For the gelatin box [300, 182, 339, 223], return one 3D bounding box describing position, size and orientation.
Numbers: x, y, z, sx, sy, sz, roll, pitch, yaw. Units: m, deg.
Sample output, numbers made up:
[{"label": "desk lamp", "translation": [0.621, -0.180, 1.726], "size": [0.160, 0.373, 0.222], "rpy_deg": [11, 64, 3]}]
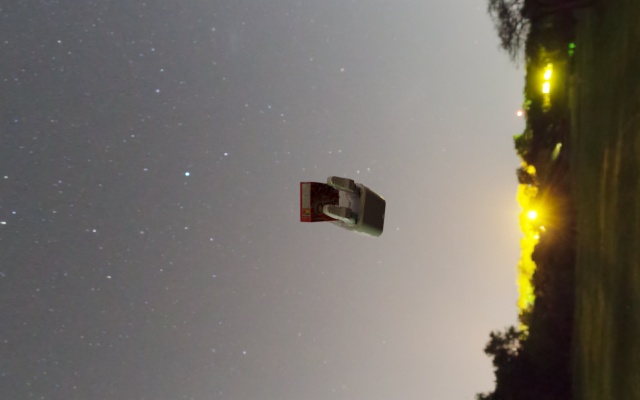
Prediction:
[{"label": "gelatin box", "translation": [0.000, 0.003, 0.885], "size": [0.030, 0.073, 0.089], "rpy_deg": [0, 0, 38]}]
